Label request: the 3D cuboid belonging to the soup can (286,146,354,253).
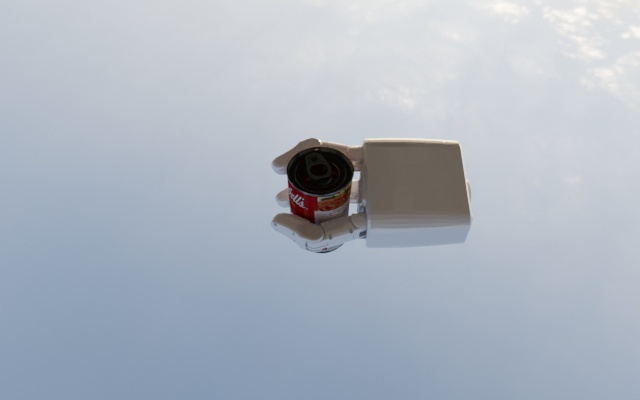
[{"bbox_3d":[0.000,0.002,0.516,0.068,0.068,0.102,0,-40,0],"label":"soup can"}]
